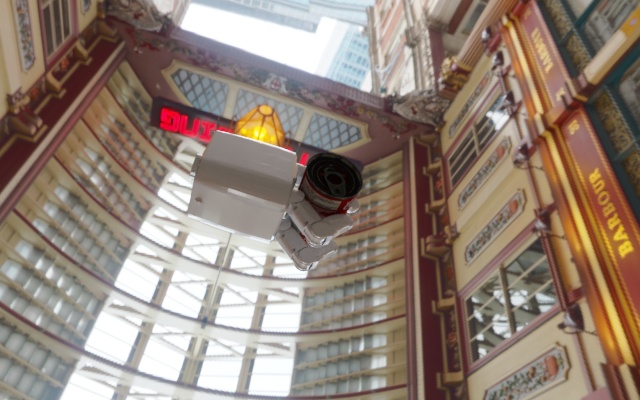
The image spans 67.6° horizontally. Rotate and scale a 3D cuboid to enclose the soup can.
[{"bbox_3d":[0.000,0.002,0.574,0.068,0.068,0.102,0,-38,-24],"label":"soup can"}]
